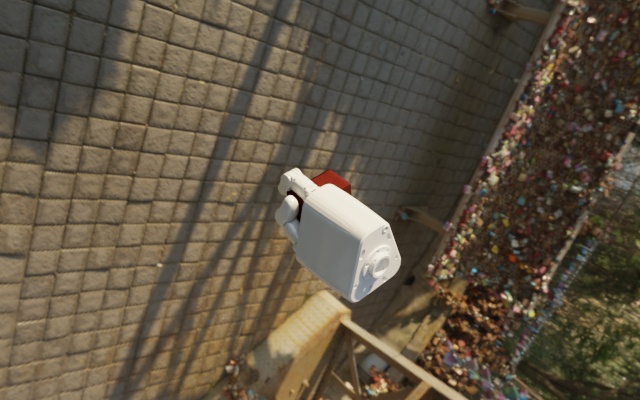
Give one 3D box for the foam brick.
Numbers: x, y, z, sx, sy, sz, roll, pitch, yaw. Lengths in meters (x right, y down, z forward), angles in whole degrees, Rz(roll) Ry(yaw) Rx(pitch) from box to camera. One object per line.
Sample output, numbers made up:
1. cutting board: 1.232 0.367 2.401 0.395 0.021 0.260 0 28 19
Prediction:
1. foam brick: 0.000 0.002 0.669 0.078 0.053 0.051 -30 43 -27
